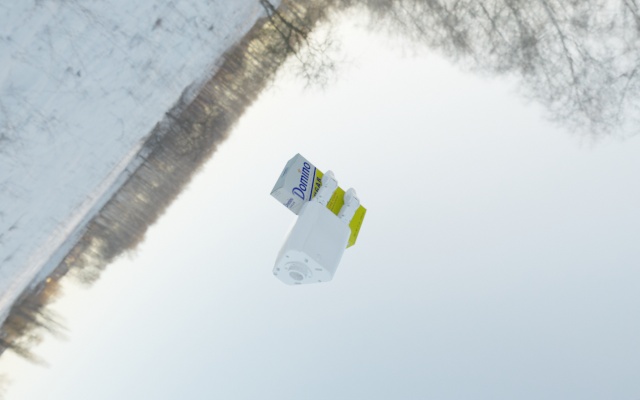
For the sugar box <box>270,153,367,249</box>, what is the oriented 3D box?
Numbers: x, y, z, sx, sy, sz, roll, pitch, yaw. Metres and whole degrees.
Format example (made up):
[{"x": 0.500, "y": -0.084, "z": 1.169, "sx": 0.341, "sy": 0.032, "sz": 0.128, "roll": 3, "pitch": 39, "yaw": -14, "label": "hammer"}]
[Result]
[{"x": 0.001, "y": 0.003, "z": 0.875, "sx": 0.176, "sy": 0.093, "sz": 0.048, "roll": 40, "pitch": -42, "yaw": -20, "label": "sugar box"}]
